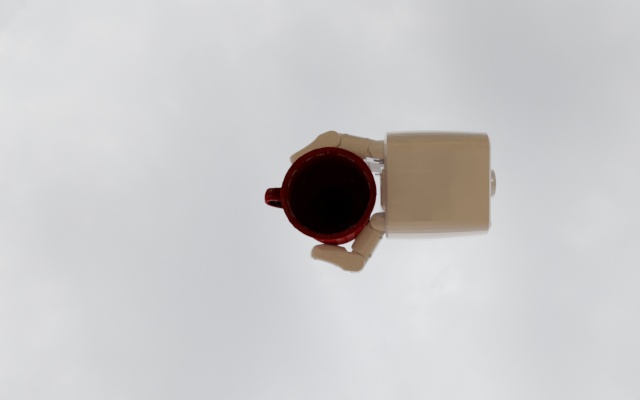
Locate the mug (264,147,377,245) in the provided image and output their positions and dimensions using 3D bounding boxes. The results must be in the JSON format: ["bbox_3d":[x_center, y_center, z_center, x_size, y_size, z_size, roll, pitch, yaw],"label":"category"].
[{"bbox_3d":[-0.001,0.002,0.498,0.117,0.093,0.081,0,-14,7],"label":"mug"}]
